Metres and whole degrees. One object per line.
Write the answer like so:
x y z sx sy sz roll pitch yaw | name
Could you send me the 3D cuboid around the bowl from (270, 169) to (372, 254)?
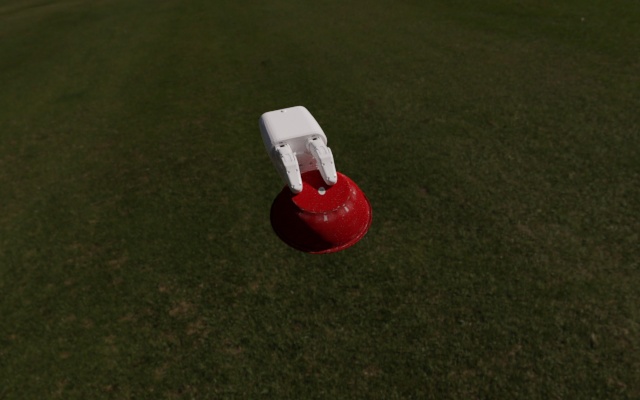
0.001 0.003 0.734 0.162 0.162 0.055 0 -42 1 | bowl
